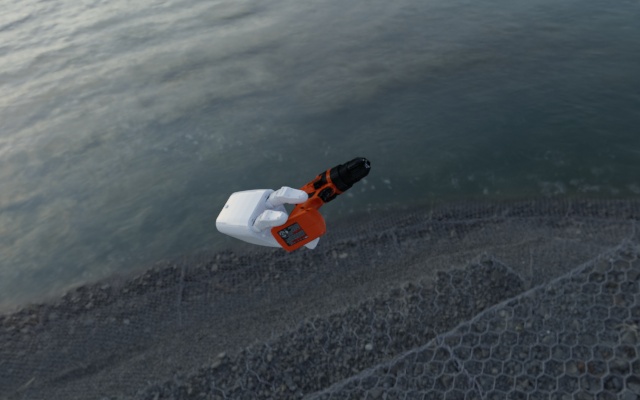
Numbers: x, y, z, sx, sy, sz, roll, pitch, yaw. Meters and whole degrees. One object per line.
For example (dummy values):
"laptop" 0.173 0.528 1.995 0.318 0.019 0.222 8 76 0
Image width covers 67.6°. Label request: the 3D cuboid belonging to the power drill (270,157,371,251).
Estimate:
"power drill" 0.000 0.003 0.874 0.184 0.057 0.187 -31 14 34
